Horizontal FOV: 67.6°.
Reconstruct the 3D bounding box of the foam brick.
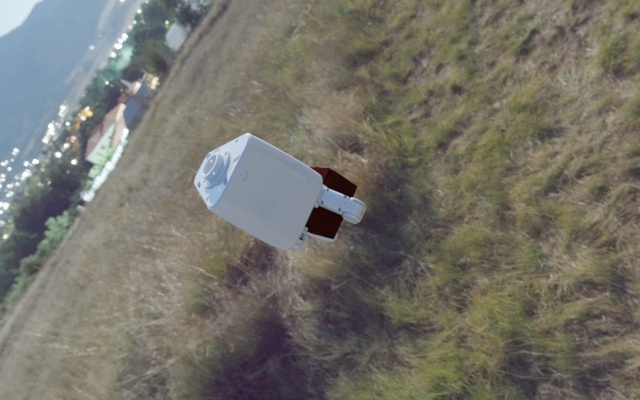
[{"bbox_3d":[0.000,0.002,0.605,0.051,0.078,0.053,31,-13,-32],"label":"foam brick"}]
